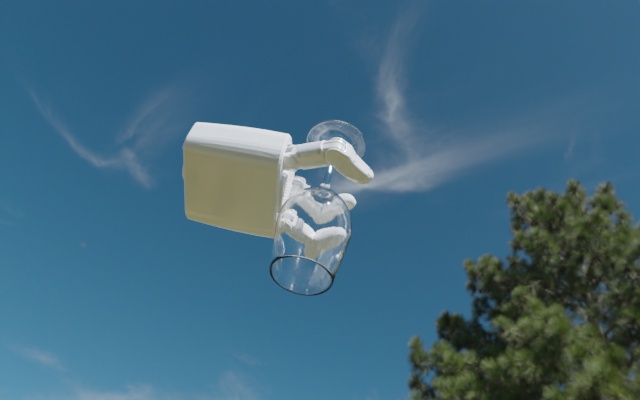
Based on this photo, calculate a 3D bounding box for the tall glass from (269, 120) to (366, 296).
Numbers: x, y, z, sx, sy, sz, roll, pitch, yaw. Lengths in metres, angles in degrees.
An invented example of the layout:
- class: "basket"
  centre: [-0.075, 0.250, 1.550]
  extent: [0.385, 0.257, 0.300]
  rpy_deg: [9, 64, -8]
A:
- class: "tall glass"
  centre: [0.000, 0.001, 0.514]
  extent: [0.079, 0.201, 0.079]
  rpy_deg: [7, -44, 7]
